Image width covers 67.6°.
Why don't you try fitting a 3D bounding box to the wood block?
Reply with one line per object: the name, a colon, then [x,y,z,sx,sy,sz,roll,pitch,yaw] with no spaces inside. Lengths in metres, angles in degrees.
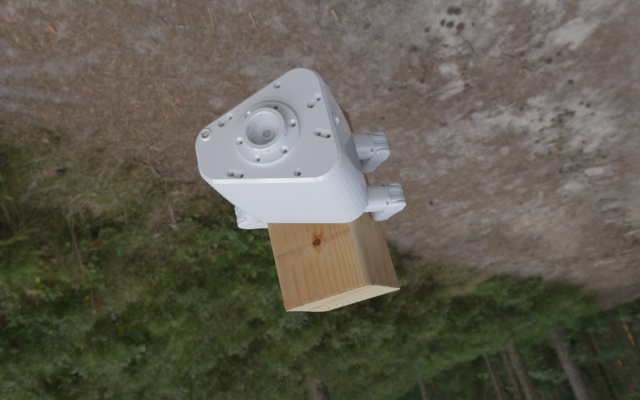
wood block: [0.000,0.002,0.495,0.091,0.206,0.090,-22,-21,22]
